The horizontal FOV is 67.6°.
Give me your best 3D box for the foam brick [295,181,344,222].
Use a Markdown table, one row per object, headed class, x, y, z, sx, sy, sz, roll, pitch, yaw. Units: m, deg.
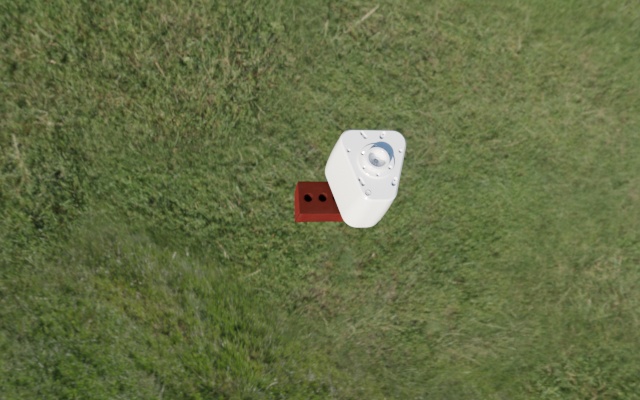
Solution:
| class | x | y | z | sx | sy | sz | roll | pitch | yaw |
| --- | --- | --- | --- | --- | --- | --- | --- | --- | --- |
| foam brick | 0.000 | 0.003 | 0.737 | 0.078 | 0.053 | 0.051 | -1 | -17 | -9 |
